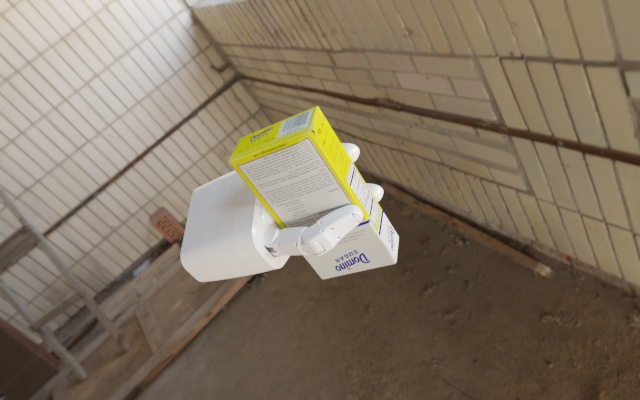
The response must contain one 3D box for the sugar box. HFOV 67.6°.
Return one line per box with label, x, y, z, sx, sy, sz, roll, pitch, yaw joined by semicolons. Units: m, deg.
sugar box;0.000;0.001;0.474;0.093;0.048;0.176;-17;-52;27
